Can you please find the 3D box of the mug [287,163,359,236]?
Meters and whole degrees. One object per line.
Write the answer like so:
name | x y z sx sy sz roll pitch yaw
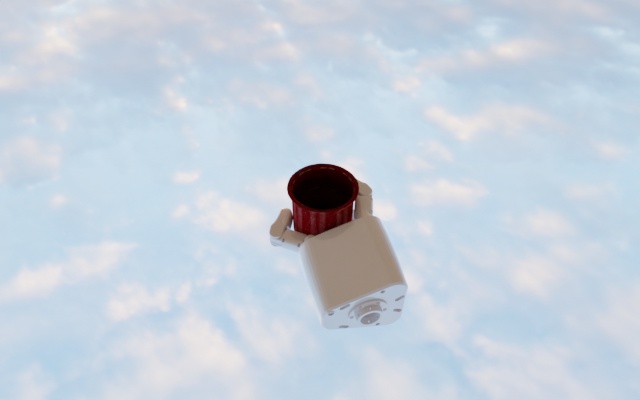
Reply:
mug | 0.000 0.001 0.651 0.093 0.082 0.117 -10 46 -10
